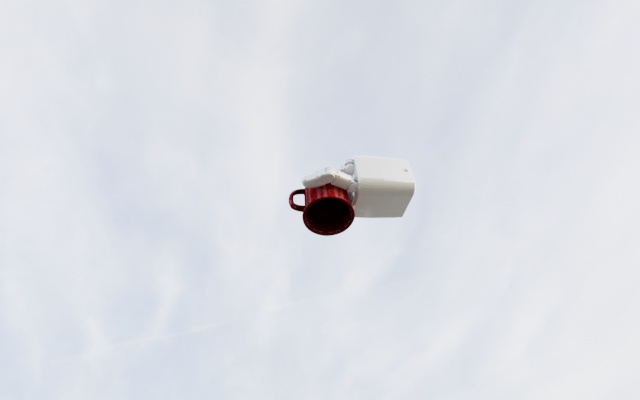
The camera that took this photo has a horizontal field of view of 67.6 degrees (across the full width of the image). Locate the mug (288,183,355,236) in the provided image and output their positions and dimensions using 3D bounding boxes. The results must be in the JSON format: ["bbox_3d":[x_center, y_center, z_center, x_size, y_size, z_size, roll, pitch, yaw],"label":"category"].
[{"bbox_3d":[-0.001,0.003,0.867,0.117,0.093,0.081,4,39,-8],"label":"mug"}]
